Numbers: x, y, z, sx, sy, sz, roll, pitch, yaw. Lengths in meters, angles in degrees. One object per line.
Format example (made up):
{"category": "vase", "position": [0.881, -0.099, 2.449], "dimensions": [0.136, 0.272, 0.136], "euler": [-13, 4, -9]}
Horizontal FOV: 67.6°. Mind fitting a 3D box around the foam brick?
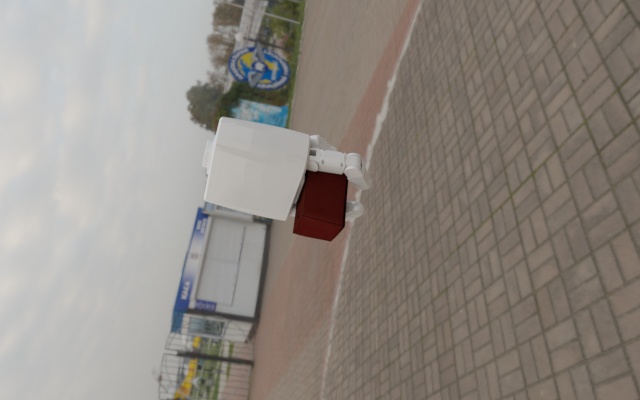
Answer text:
{"category": "foam brick", "position": [0.000, 0.002, 0.574], "dimensions": [0.051, 0.078, 0.053], "euler": [13, -30, -12]}
